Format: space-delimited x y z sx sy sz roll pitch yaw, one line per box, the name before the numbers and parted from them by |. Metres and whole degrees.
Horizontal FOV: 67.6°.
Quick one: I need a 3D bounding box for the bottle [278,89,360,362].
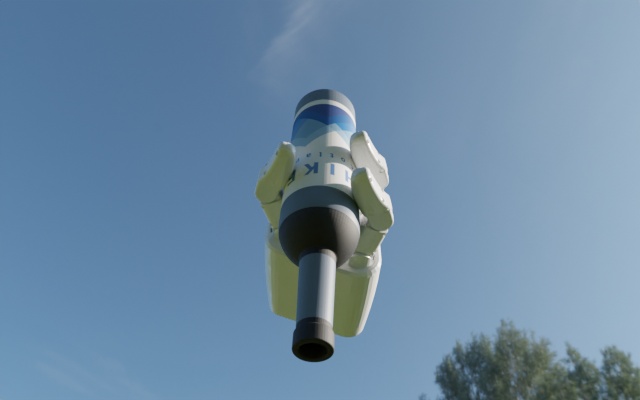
bottle | 0.000 0.001 0.416 0.069 0.069 0.295 0 40 2
